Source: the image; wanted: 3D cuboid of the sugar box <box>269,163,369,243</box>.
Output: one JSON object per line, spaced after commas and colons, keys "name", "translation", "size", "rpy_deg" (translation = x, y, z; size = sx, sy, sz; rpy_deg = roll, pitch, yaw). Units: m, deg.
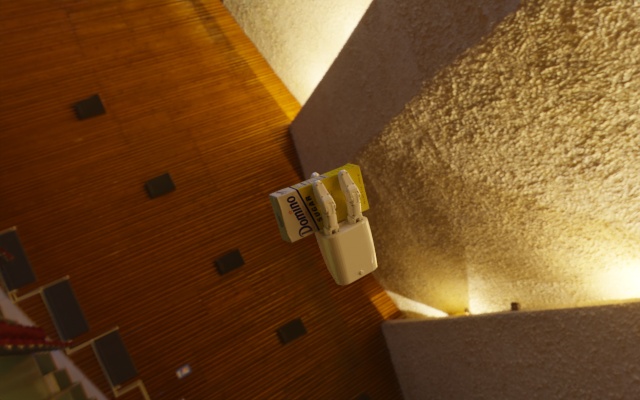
{"name": "sugar box", "translation": [0.001, 0.003, 0.894], "size": [0.176, 0.093, 0.048], "rpy_deg": [-24, 19, -24]}
